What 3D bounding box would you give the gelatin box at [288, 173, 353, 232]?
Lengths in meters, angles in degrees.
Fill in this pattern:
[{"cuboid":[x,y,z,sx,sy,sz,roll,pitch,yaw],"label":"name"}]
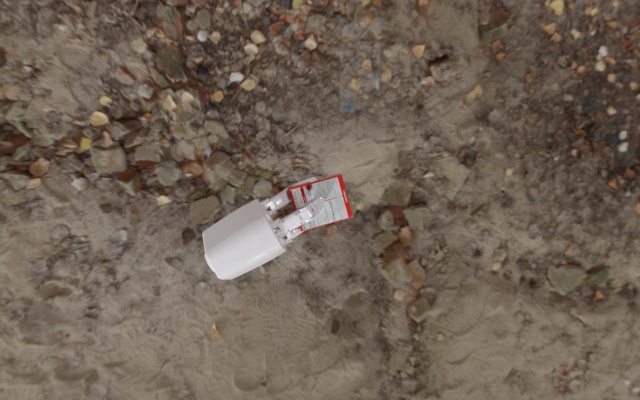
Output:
[{"cuboid":[0.000,0.002,0.771,0.089,0.073,0.030,-16,7,-2],"label":"gelatin box"}]
